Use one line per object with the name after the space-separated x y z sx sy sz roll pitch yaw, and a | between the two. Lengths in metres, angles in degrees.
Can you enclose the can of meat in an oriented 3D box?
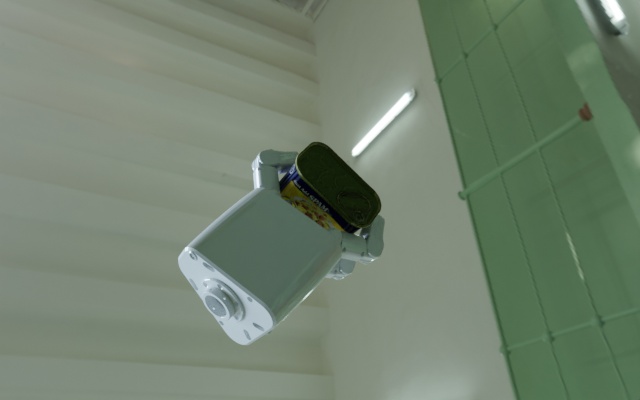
0.000 0.002 0.517 0.084 0.102 0.057 -44 4 47 | can of meat
